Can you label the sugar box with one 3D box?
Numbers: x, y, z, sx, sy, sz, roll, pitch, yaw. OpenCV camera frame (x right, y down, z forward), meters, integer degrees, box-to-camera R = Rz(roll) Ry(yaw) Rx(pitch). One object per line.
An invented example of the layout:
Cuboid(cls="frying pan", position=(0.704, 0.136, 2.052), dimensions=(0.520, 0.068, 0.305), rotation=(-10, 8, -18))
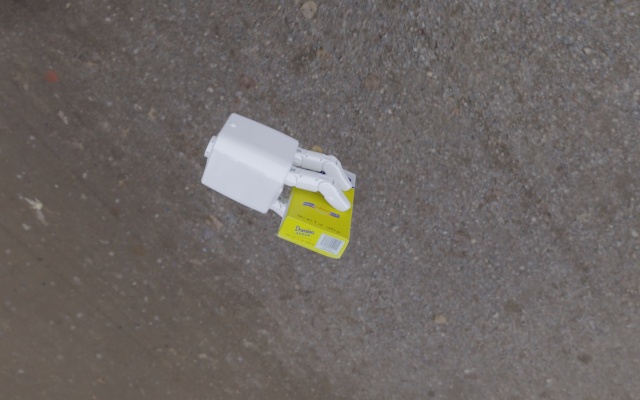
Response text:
Cuboid(cls="sugar box", position=(0.000, 0.002, 0.708), dimensions=(0.093, 0.048, 0.176), rotation=(23, 36, -8))
